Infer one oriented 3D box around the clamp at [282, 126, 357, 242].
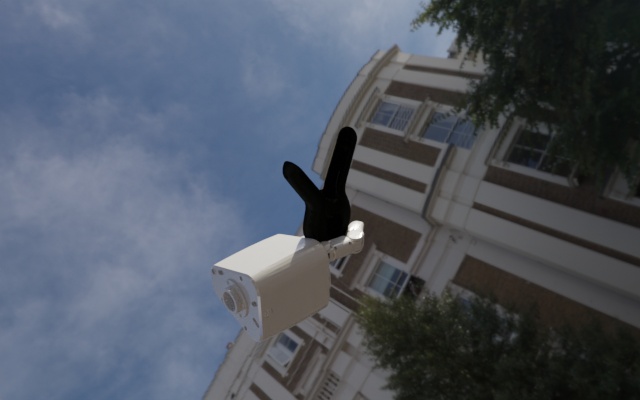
[{"bbox_3d":[0.000,0.002,0.593,0.120,0.171,0.039,-22,32,-38],"label":"clamp"}]
